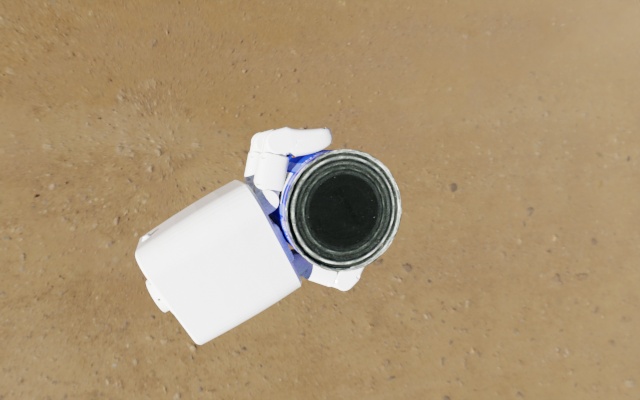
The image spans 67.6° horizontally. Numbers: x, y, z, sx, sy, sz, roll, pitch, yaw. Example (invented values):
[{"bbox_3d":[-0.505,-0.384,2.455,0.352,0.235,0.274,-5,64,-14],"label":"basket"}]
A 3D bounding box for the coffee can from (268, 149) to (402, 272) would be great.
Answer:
[{"bbox_3d":[0.000,0.001,0.458,0.103,0.103,0.140,0,6,-17],"label":"coffee can"}]
